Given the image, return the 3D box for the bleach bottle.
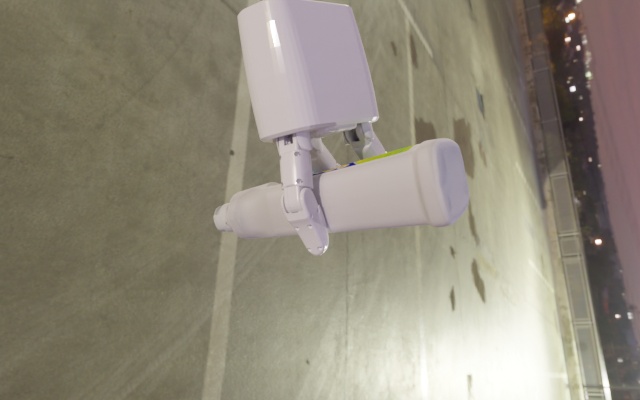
[{"bbox_3d":[0.000,0.001,0.442,0.251,0.068,0.102,-10,4,28],"label":"bleach bottle"}]
